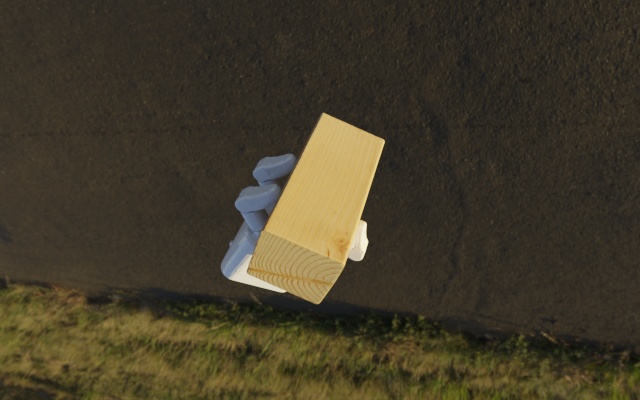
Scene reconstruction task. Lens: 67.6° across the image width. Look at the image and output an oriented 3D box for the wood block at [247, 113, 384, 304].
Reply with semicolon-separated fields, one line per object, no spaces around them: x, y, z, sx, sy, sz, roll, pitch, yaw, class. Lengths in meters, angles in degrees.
0.000;0.002;0.564;0.091;0.206;0.090;24;-42;-2;wood block
